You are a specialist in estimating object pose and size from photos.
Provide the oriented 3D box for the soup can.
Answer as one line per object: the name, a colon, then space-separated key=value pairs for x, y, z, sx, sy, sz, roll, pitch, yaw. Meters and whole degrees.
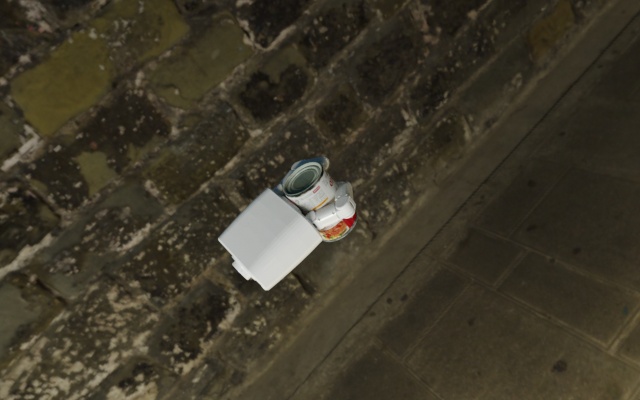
soup can: x=0.000 y=0.002 z=0.693 sx=0.068 sy=0.068 sz=0.102 roll=0 pitch=-41 yaw=43
